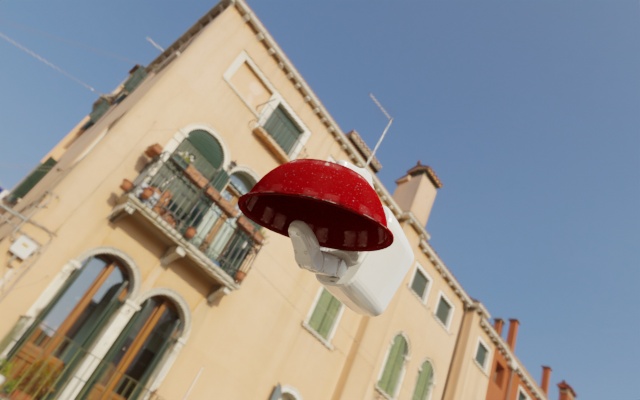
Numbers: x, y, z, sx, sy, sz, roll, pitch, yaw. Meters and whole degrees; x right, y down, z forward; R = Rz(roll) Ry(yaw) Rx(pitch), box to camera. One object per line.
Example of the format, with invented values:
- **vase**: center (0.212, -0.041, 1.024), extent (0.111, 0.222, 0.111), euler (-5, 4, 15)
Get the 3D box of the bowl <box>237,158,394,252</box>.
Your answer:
- **bowl**: center (0.000, 0.001, 0.490), extent (0.162, 0.055, 0.162), euler (13, -19, 4)
